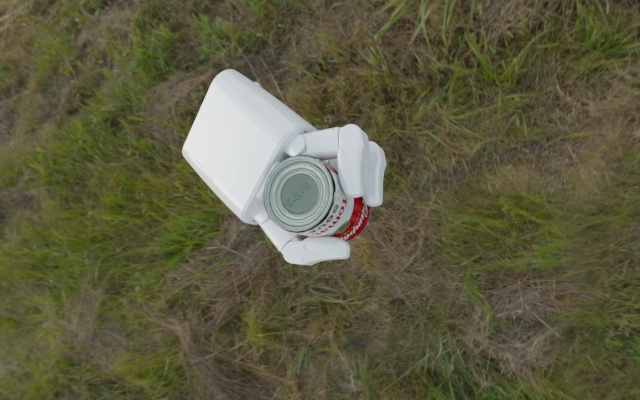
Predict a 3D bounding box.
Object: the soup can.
[{"bbox_3d":[0.000,0.002,0.441,0.068,0.068,0.102,0,-9,23],"label":"soup can"}]
